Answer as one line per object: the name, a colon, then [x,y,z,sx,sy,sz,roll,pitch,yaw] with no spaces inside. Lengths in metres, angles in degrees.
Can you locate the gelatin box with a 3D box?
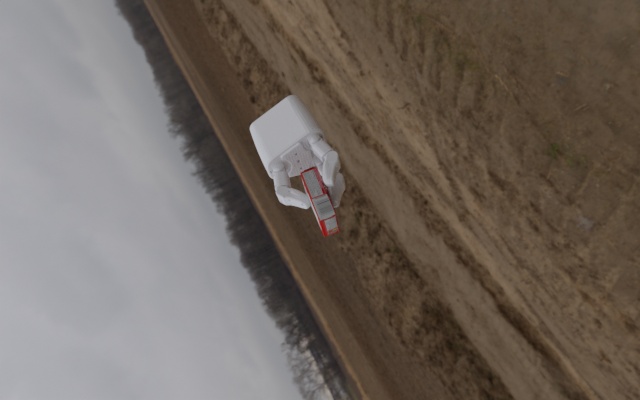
gelatin box: [0.000,0.003,0.738,0.030,0.089,0.073,-21,-24,-3]
